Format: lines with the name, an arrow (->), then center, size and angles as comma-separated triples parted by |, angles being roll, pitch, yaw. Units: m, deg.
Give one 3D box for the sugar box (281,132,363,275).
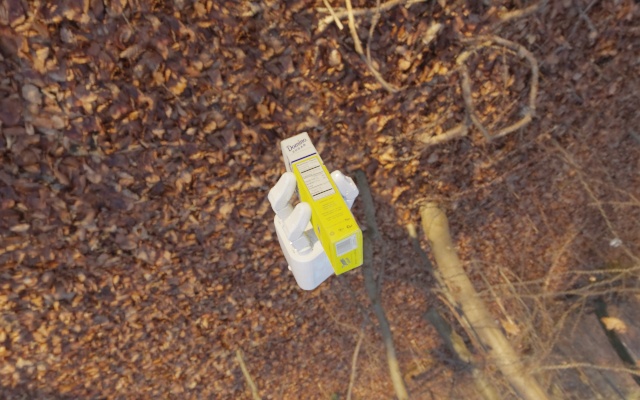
sugar box -> 0.000, 0.002, 0.642 | 0.048, 0.176, 0.093 | -24, -34, -10
